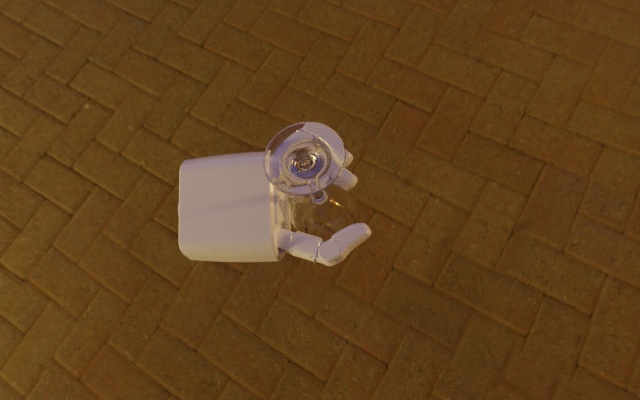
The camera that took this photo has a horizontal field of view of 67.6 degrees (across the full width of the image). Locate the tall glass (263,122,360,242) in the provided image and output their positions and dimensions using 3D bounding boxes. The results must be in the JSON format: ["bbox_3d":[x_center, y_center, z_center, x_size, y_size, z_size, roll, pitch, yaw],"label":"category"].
[{"bbox_3d":[0.000,0.001,0.510,0.079,0.079,0.201,0,-24,10],"label":"tall glass"}]
